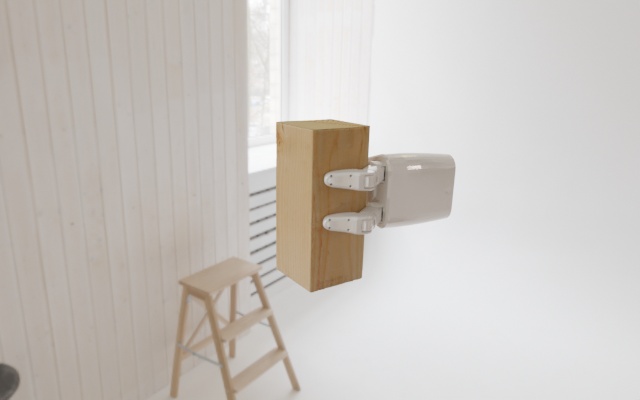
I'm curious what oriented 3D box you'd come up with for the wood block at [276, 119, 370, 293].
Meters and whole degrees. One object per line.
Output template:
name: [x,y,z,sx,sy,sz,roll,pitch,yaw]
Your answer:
wood block: [0.000,0.002,0.631,0.090,0.206,0.091,-9,19,-33]
